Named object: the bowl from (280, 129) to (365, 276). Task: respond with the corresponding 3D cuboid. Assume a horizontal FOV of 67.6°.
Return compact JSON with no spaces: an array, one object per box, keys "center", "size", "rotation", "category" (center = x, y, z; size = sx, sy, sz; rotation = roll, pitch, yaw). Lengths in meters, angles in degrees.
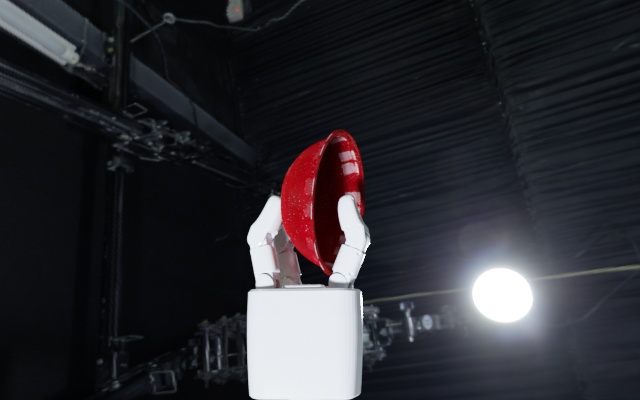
[{"center":[0.000,0.001,0.535],"size":[0.055,0.162,0.162],"rotation":[3,1,23],"category":"bowl"}]
